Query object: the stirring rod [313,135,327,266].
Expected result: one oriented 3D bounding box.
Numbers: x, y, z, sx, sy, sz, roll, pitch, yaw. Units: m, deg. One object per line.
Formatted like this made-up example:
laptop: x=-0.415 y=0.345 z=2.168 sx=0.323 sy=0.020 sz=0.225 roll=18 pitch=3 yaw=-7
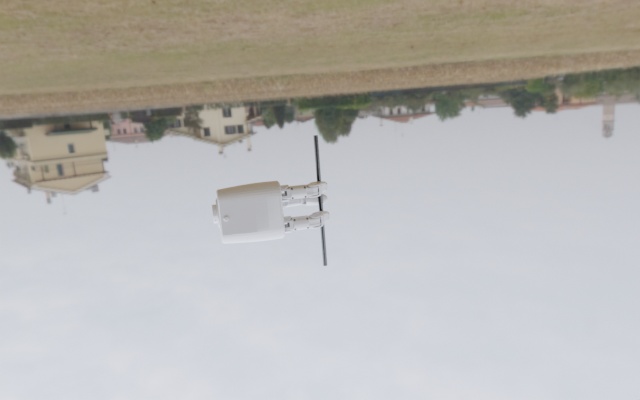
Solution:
stirring rod: x=0.000 y=0.003 z=0.865 sx=0.011 sy=0.239 sz=0.011 roll=-4 pitch=11 yaw=1
